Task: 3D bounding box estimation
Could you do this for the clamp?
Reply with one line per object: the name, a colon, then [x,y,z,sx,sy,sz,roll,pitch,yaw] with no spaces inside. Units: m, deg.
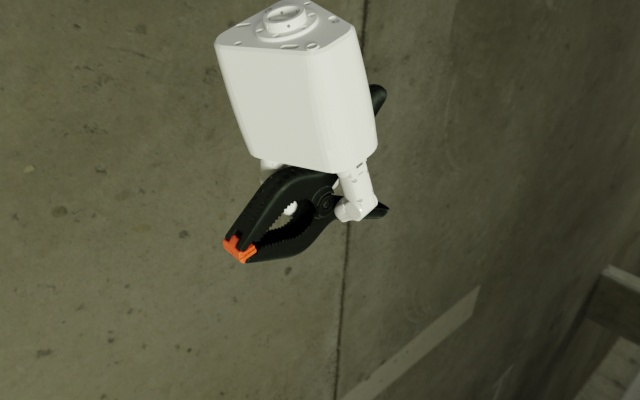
clamp: [0.000,0.002,0.477,0.210,0.165,0.036,-39,47,-23]
